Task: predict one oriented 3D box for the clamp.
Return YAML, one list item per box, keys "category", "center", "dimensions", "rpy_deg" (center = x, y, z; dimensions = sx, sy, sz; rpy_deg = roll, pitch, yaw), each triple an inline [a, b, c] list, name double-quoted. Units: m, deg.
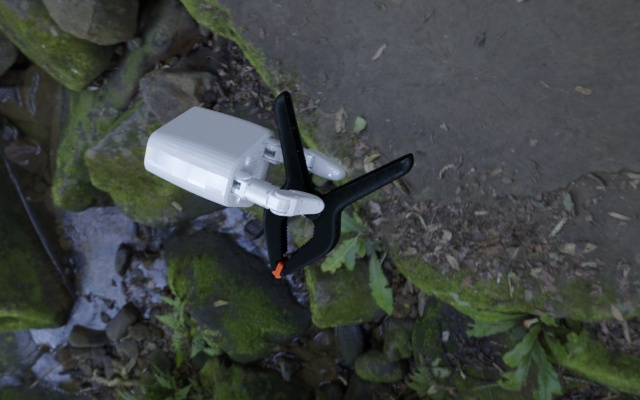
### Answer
- category: "clamp"
  center: [-0.001, 0.002, 0.541]
  dimensions: [0.164, 0.210, 0.036]
  rpy_deg: [22, 20, 11]
